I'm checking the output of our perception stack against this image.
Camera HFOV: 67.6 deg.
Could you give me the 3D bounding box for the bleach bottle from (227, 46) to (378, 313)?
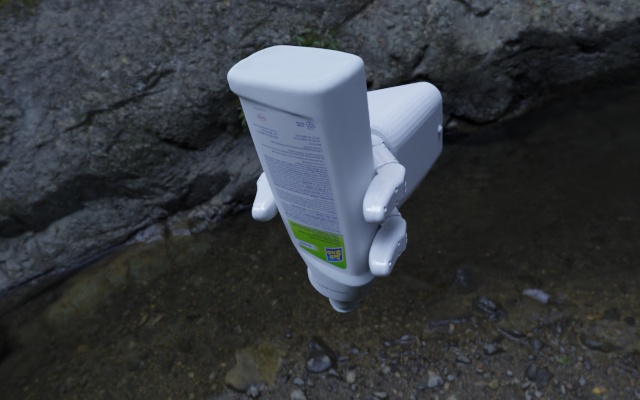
[{"bbox_3d":[0.000,0.001,0.414,0.102,0.251,0.068,19,45,33],"label":"bleach bottle"}]
